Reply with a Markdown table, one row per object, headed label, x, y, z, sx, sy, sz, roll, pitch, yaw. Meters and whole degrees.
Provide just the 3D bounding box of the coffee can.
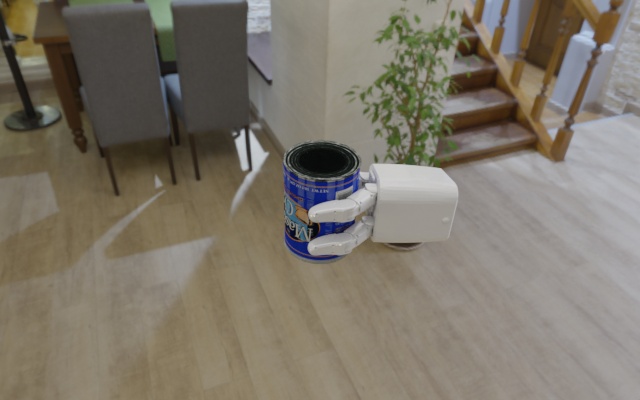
| label | x | y | z | sx | sy | sz | roll | pitch | yaw |
| --- | --- | --- | --- | --- | --- | --- | --- | --- | --- |
| coffee can | 0.000 | 0.002 | 0.661 | 0.103 | 0.140 | 0.102 | 2 | 36 | -1 |
